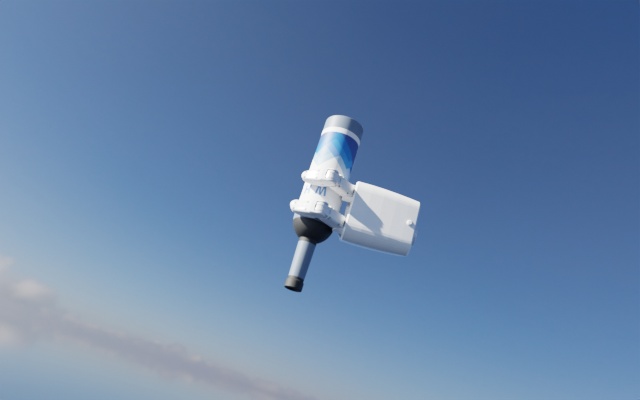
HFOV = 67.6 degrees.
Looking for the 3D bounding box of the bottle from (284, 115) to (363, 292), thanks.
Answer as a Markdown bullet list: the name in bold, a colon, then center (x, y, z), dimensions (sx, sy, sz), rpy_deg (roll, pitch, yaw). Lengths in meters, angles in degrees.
- **bottle**: center (0.000, 0.002, 0.764), dimensions (0.069, 0.295, 0.069), rpy_deg (15, -23, 6)
